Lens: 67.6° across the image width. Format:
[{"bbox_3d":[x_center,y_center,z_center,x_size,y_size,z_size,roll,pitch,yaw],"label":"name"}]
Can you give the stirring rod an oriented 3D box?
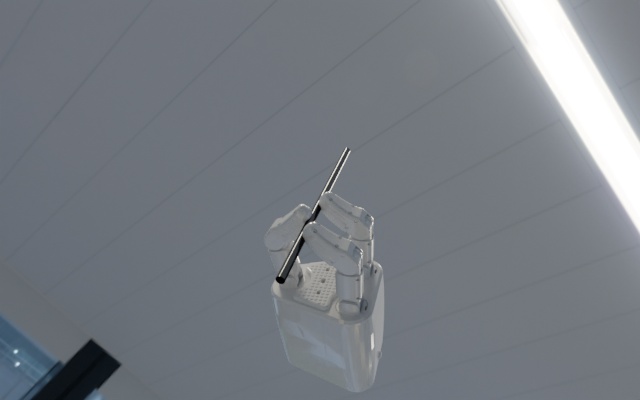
[{"bbox_3d":[0.000,0.002,0.475,0.011,0.011,0.239,0,31,18],"label":"stirring rod"}]
